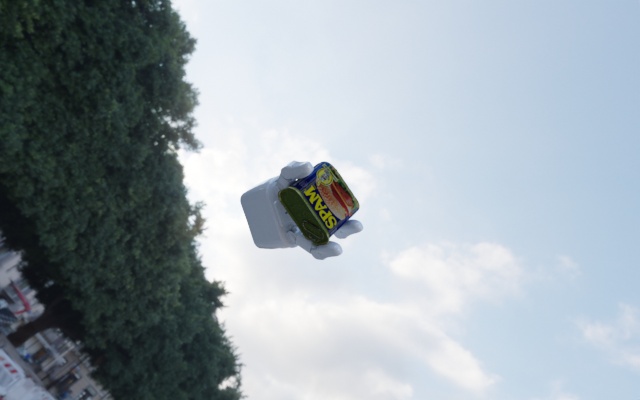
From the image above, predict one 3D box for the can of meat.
[{"bbox_3d":[0.000,0.002,0.720,0.084,0.102,0.057,-41,13,-33],"label":"can of meat"}]
